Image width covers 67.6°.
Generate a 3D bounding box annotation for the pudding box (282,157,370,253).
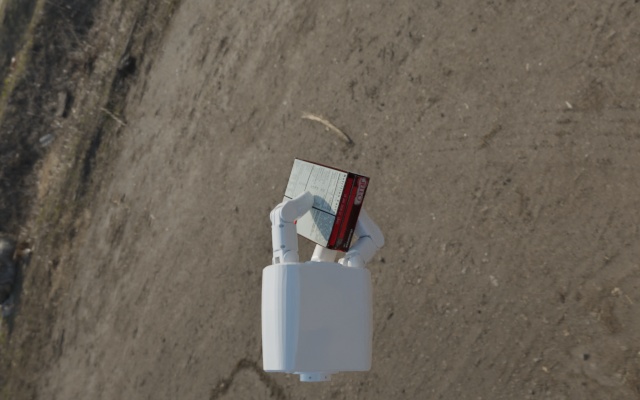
[{"bbox_3d":[0.000,0.002,0.567,0.039,0.090,0.113,14,4,-40],"label":"pudding box"}]
